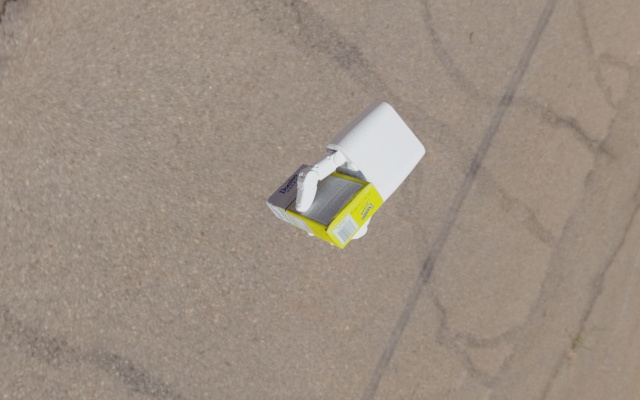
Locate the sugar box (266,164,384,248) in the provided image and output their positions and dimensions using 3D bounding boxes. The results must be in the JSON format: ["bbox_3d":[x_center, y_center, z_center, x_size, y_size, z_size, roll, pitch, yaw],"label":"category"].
[{"bbox_3d":[0.001,0.003,0.704,0.093,0.048,0.176,-46,31,-16],"label":"sugar box"}]
